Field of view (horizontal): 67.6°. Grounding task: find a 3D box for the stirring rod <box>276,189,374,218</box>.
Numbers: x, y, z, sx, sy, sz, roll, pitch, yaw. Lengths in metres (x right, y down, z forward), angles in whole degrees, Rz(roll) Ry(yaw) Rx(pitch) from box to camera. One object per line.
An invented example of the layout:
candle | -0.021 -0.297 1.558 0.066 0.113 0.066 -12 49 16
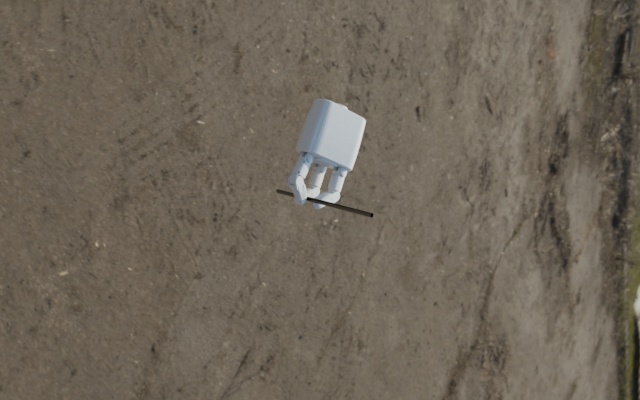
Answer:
stirring rod | 0.000 0.003 0.878 0.239 0.011 0.011 14 10 43
